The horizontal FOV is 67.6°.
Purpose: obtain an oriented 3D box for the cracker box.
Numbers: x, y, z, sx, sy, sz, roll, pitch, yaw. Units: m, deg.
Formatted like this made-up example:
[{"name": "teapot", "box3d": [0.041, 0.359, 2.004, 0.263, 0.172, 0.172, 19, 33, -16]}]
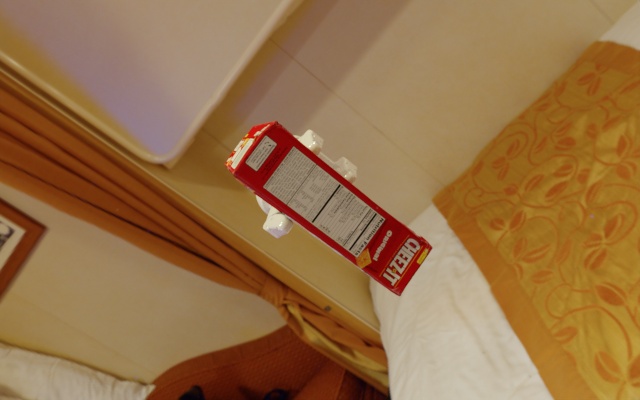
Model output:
[{"name": "cracker box", "box3d": [0.000, 0.002, 0.538, 0.214, 0.072, 0.164, 37, -3, -15]}]
